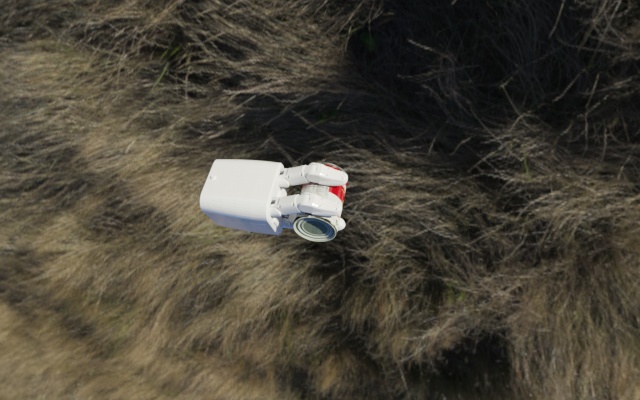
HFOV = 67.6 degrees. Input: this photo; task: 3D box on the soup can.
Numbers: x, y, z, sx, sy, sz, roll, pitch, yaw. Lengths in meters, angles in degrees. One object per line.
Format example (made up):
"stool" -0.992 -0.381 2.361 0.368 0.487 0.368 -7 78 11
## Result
"soup can" 0.001 0.003 0.721 0.068 0.102 0.069 8 -36 6
